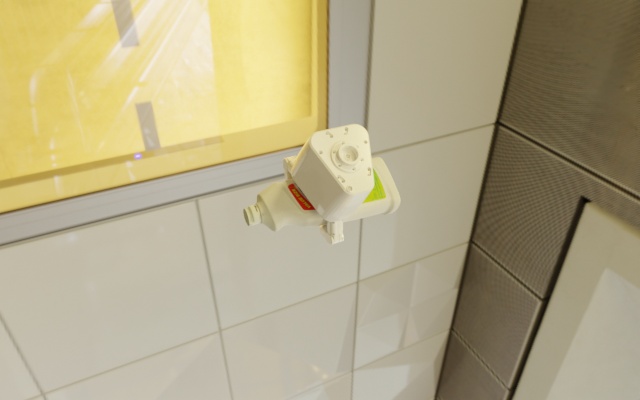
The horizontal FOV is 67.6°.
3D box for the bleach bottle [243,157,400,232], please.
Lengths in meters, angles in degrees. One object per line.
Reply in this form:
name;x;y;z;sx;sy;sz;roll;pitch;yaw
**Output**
bleach bottle;0.000;0.002;0.784;0.251;0.102;0.068;-16;-16;-21
